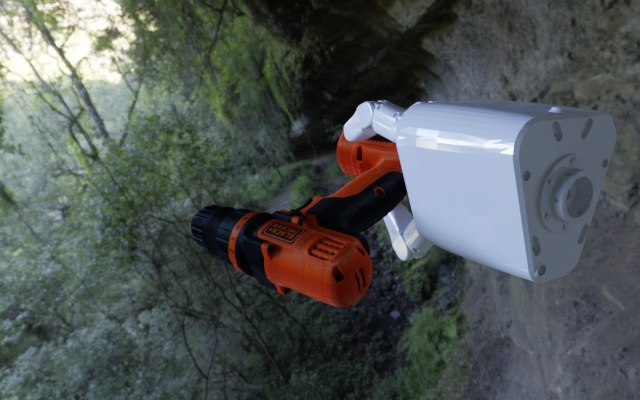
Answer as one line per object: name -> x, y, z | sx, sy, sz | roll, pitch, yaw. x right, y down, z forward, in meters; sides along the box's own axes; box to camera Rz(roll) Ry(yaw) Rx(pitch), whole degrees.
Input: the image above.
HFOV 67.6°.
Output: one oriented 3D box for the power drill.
power drill -> 0.001, 0.001, 0.419 | 0.184, 0.057, 0.187 | 16, 45, 38
